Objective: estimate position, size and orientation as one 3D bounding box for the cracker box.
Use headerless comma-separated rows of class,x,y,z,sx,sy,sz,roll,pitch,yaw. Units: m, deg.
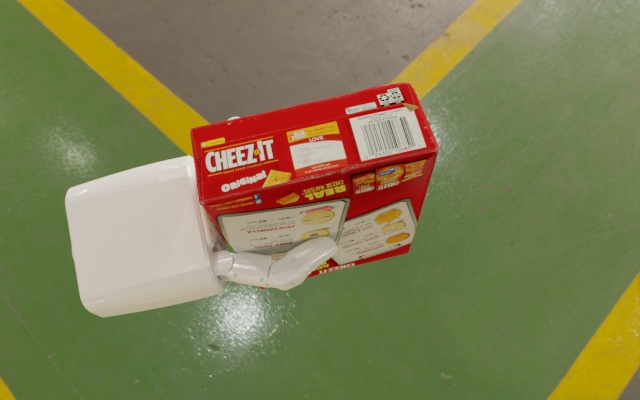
cracker box,0.000,0.001,0.419,0.164,0.072,0.214,-13,-25,-2
